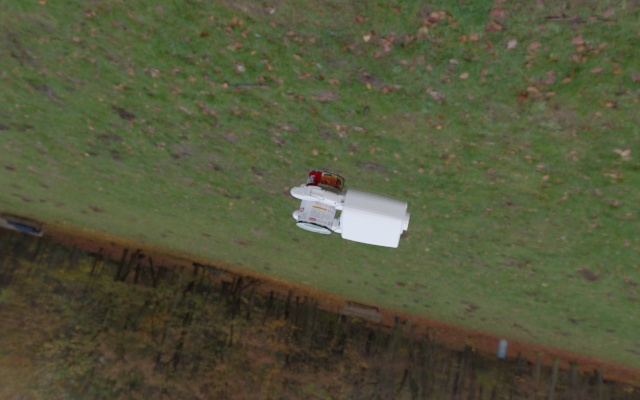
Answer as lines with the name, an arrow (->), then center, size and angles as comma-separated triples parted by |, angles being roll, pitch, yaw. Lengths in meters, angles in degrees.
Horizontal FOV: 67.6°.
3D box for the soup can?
soup can -> 0.000, 0.003, 0.872 | 0.068, 0.102, 0.068 | 14, -13, 3
